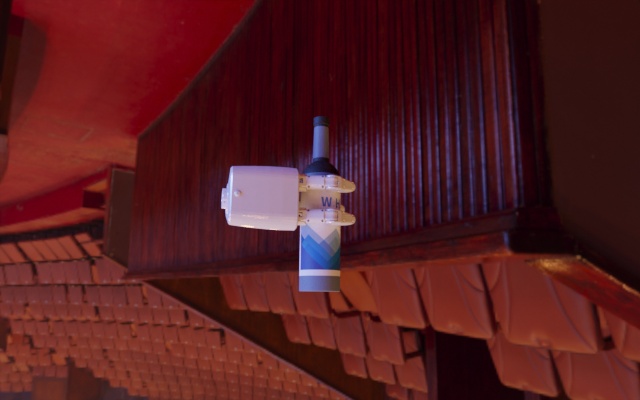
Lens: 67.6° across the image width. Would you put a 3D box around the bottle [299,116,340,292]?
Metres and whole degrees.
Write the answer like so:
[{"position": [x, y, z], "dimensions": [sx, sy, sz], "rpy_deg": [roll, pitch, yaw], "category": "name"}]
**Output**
[{"position": [0.000, 0.003, 0.800], "dimensions": [0.069, 0.295, 0.069], "rpy_deg": [1, -11, 0], "category": "bottle"}]
